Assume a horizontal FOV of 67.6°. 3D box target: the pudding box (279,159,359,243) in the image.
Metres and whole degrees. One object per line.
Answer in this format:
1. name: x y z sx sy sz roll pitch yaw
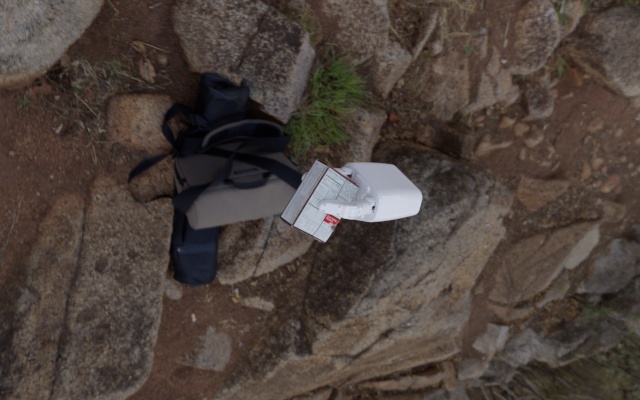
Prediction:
1. pudding box: 0.000 0.003 0.761 0.039 0.113 0.090 31 -1 45
